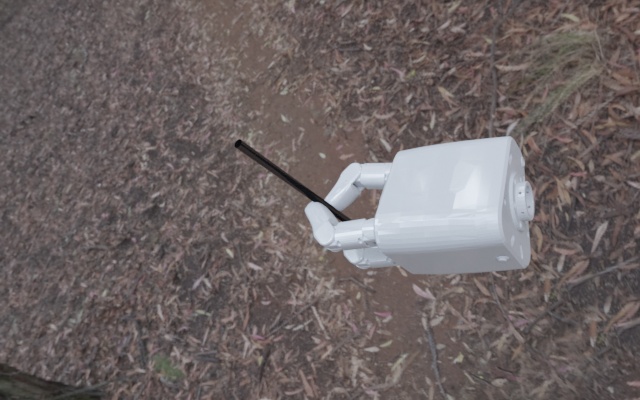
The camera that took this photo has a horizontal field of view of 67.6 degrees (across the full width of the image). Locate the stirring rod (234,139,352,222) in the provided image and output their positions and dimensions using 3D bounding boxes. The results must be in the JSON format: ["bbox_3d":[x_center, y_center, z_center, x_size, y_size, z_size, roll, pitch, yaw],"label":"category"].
[{"bbox_3d":[0.000,0.002,0.479,0.011,0.011,0.240,0,-24,38],"label":"stirring rod"}]
